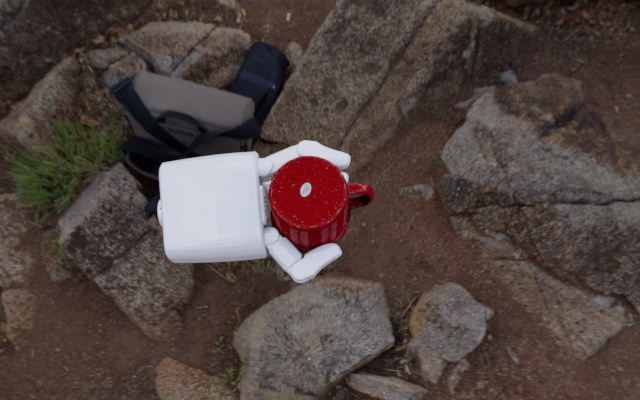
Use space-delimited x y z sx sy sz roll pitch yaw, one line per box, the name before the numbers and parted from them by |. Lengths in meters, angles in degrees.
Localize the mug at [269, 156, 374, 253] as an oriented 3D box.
mug | 0.002 0.002 0.515 0.117 0.093 0.081 -6 -18 -1
